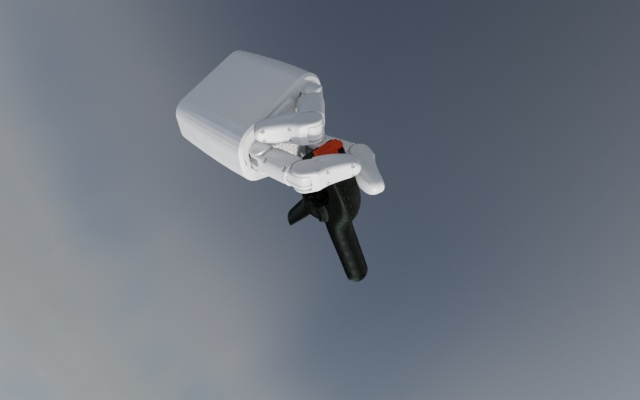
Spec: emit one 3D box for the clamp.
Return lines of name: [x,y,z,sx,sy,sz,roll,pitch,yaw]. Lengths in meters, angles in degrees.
clamp: [0.000,0.002,0.498,0.120,0.172,0.039,29,52,32]
